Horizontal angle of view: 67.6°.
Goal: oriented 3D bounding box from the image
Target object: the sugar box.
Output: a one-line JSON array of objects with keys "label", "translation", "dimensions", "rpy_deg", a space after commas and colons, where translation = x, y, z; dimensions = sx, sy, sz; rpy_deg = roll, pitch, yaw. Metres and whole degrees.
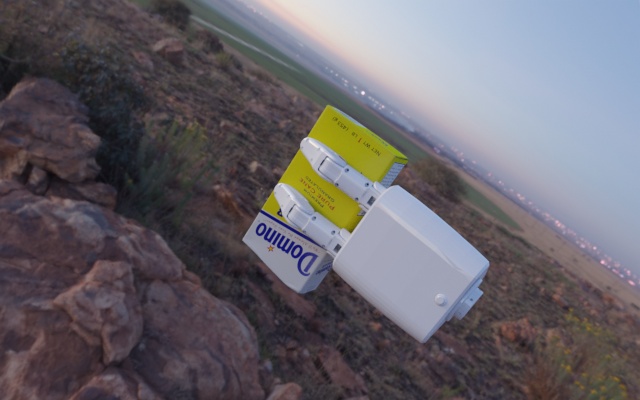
[{"label": "sugar box", "translation": [0.000, 0.002, 0.494], "dimensions": [0.093, 0.176, 0.048], "rpy_deg": [40, 16, 22]}]
